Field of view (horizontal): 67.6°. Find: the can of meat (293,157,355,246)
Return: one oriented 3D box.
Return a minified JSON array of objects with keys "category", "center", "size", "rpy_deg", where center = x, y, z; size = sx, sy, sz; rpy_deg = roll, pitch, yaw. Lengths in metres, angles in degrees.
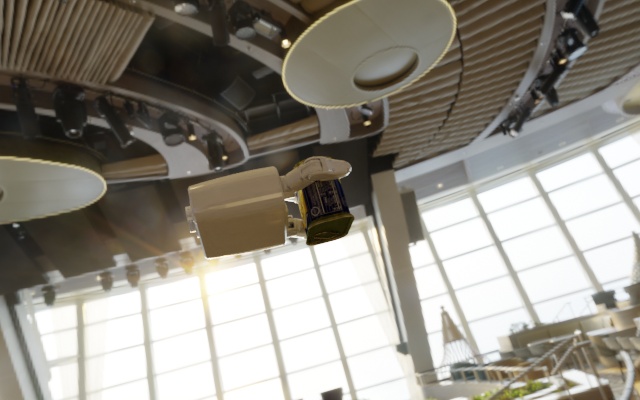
[{"category":"can of meat","center":[0.000,0.002,0.606],"size":[0.057,0.084,0.102],"rpy_deg":[-13,-19,-8]}]
